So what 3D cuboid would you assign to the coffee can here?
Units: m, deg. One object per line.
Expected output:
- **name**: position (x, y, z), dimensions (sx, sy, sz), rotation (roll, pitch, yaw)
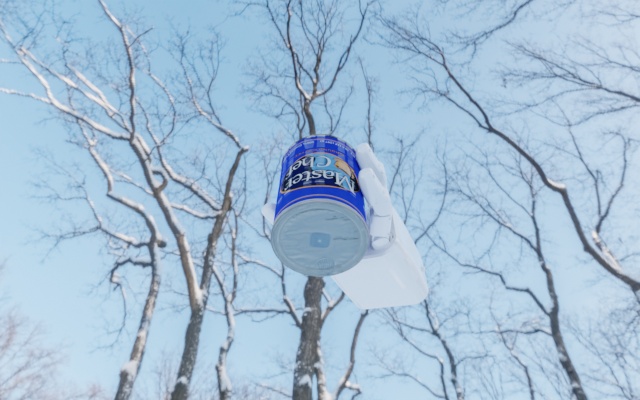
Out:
- **coffee can**: position (0.000, 0.002, 0.549), dimensions (0.103, 0.103, 0.140), rotation (0, 36, 1)
